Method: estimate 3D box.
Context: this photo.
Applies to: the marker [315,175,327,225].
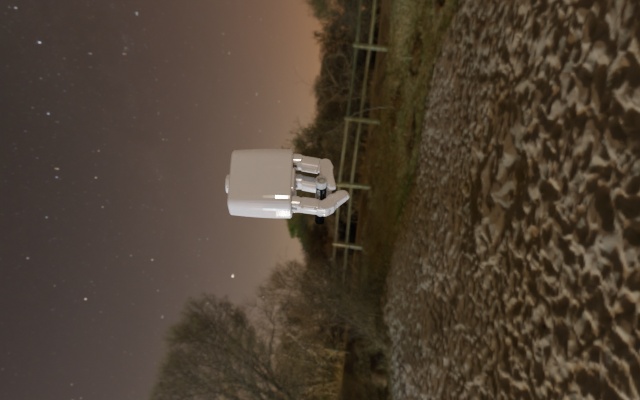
[{"bbox_3d":[0.000,0.003,0.814,0.020,0.020,0.121,0,-37,-1],"label":"marker"}]
